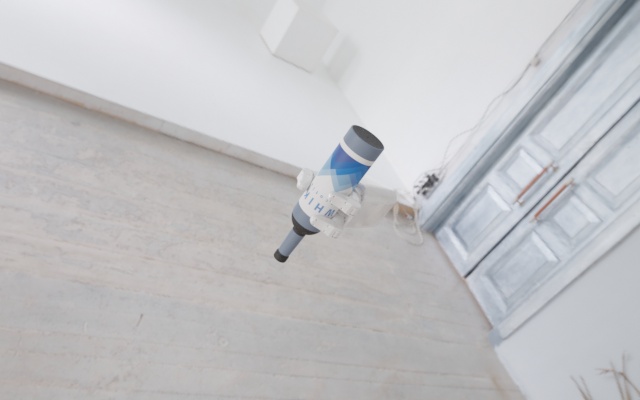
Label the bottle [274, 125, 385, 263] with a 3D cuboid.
[{"bbox_3d":[0.000,0.003,0.846,0.069,0.296,0.069,28,27,-16],"label":"bottle"}]
